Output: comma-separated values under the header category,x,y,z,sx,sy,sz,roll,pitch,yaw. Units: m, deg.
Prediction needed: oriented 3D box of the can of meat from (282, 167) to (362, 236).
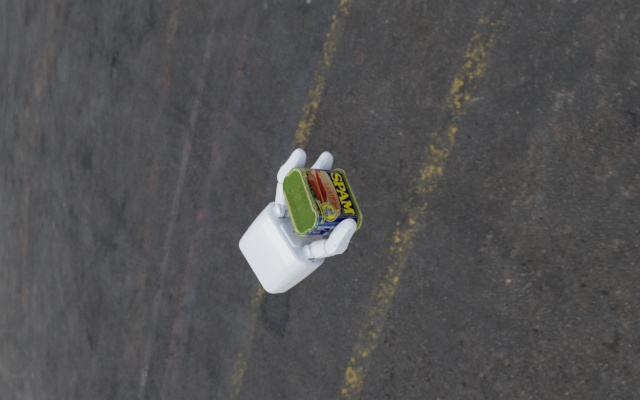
category,x,y,z,sx,sy,sz,roll,pitch,yaw
can of meat,0.000,0.002,0.679,0.084,0.102,0.057,2,-32,-40
